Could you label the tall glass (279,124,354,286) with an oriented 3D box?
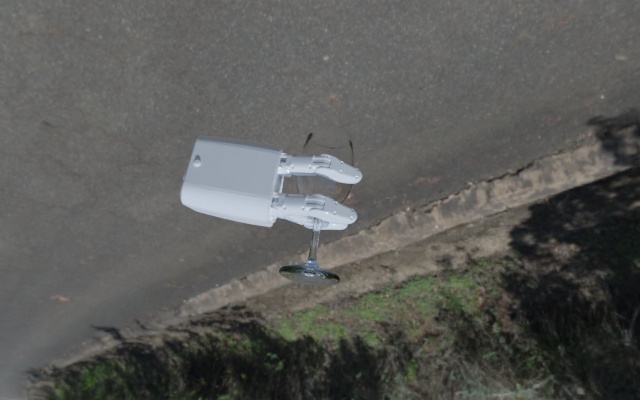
[{"bbox_3d":[0.000,0.003,0.614,0.079,0.201,0.079,7,-25,3],"label":"tall glass"}]
